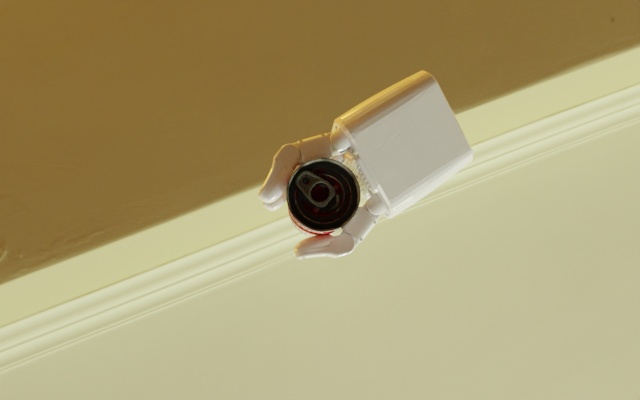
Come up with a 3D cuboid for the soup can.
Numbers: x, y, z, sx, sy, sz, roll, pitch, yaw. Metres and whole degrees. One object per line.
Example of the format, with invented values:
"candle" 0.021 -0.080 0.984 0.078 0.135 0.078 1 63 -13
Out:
"soup can" 0.000 0.002 0.481 0.068 0.068 0.102 0 -8 -3
